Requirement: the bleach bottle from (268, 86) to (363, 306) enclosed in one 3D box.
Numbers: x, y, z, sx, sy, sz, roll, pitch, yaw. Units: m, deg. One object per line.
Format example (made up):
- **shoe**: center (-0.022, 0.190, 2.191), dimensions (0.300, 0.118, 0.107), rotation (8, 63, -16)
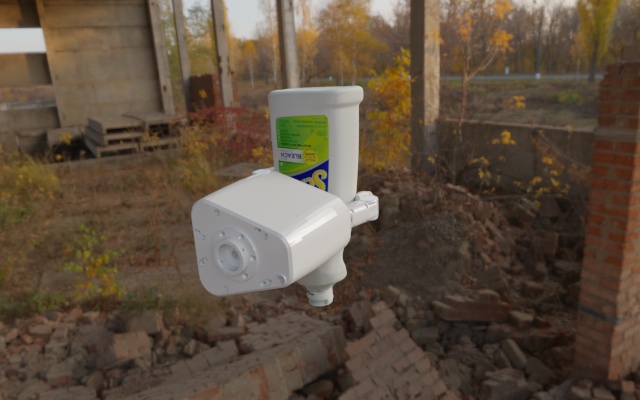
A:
- **bleach bottle**: center (0.000, 0.002, 0.540), dimensions (0.102, 0.251, 0.068), rotation (5, 18, 29)
